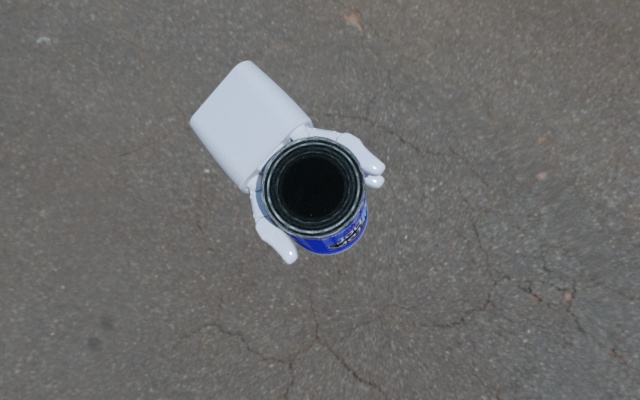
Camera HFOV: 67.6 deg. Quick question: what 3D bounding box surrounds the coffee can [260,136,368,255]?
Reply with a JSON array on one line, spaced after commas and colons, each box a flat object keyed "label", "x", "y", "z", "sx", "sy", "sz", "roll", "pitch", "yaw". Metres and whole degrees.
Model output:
[{"label": "coffee can", "x": 0.000, "y": 0.002, "z": 0.526, "sx": 0.103, "sy": 0.102, "sz": 0.140, "roll": 0, "pitch": -13, "yaw": 6}]
